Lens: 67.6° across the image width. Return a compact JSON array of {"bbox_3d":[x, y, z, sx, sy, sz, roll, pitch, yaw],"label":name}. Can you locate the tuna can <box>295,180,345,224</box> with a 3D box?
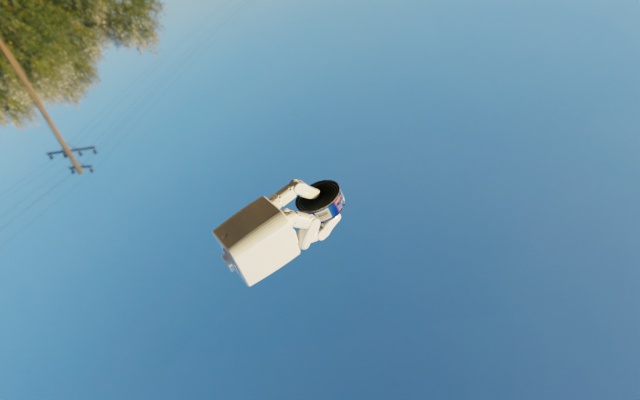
[{"bbox_3d":[0.000,0.003,0.858,0.086,0.034,0.086,-18,35,13],"label":"tuna can"}]
